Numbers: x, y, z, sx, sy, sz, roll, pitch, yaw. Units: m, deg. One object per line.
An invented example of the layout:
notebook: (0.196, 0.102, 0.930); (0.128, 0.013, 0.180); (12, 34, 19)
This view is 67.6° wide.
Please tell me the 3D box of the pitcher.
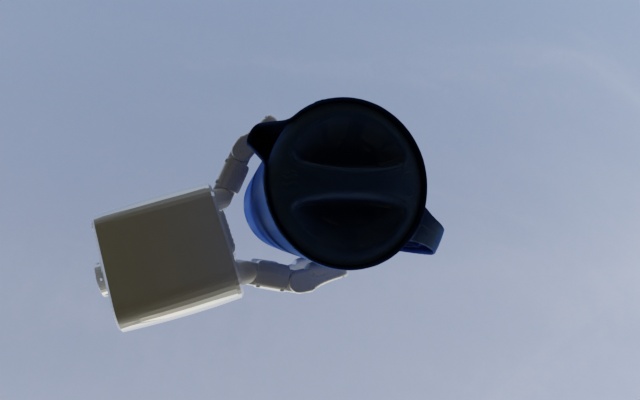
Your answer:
pitcher: (0.000, 0.002, 0.474); (0.145, 0.149, 0.243); (-19, 0, -16)
